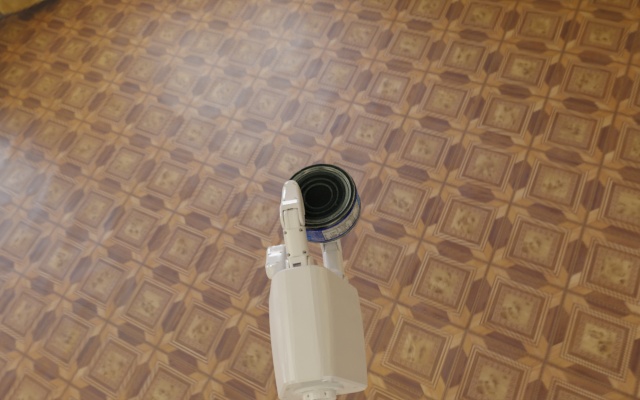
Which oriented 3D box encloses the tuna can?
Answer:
[{"bbox_3d":[0.000,0.001,0.526,0.086,0.086,0.034,0,-31,15],"label":"tuna can"}]
